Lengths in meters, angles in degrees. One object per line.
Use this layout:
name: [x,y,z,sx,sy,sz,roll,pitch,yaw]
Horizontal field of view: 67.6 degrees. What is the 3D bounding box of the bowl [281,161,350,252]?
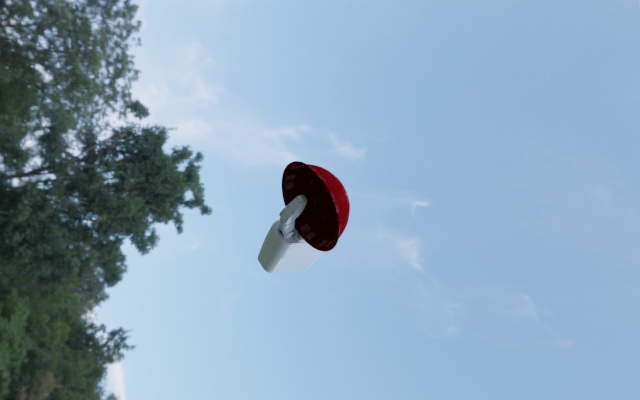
bowl: [0.001,0.002,0.810,0.055,0.162,0.162,-24,12,-30]
